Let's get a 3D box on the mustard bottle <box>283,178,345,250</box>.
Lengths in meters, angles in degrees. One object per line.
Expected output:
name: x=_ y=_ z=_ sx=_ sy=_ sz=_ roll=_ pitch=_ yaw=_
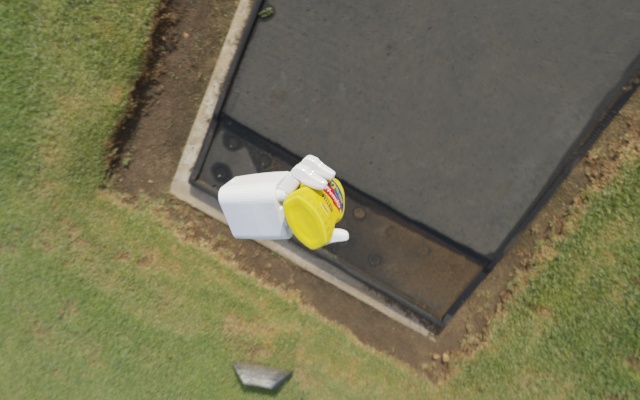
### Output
mustard bottle: x=0.000 y=0.003 z=0.822 sx=0.058 sy=0.096 sz=0.191 roll=-28 pitch=11 yaw=23
